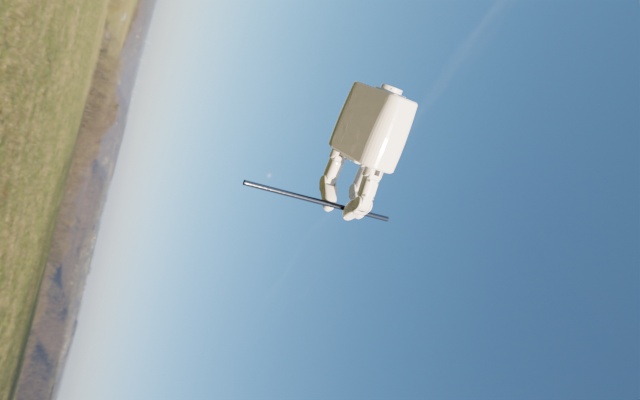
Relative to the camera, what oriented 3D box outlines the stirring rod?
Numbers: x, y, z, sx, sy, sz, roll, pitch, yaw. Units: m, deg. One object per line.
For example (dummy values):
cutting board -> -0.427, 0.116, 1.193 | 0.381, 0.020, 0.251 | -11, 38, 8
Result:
stirring rod -> 0.000, 0.002, 0.710 | 0.239, 0.011, 0.011 | 14, -6, -24
